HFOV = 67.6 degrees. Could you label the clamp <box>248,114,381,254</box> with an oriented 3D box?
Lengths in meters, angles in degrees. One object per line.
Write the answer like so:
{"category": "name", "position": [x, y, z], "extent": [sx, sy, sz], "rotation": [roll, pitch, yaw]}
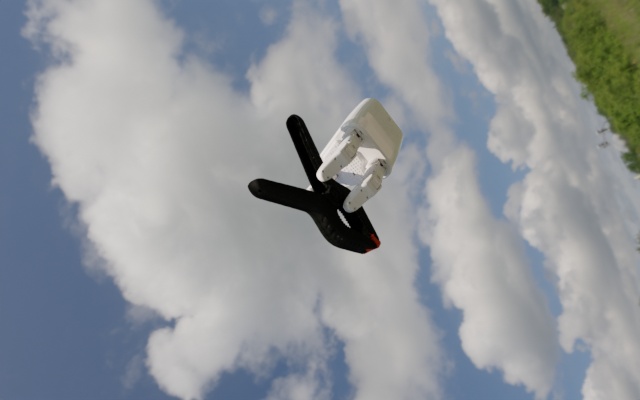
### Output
{"category": "clamp", "position": [0.000, 0.003, 0.620], "extent": [0.036, 0.210, 0.164], "rotation": [-29, 18, 36]}
